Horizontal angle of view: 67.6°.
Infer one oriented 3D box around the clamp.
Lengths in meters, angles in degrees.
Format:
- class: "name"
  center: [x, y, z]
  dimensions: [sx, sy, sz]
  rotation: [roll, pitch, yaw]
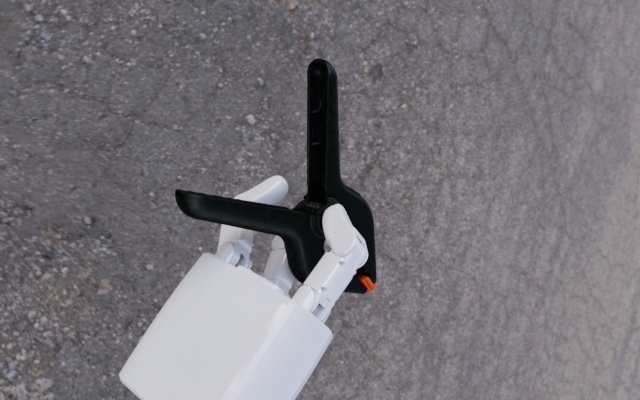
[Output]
- class: "clamp"
  center: [0.001, 0.002, 0.403]
  dimensions: [0.036, 0.164, 0.210]
  rotation: [15, -27, 48]
